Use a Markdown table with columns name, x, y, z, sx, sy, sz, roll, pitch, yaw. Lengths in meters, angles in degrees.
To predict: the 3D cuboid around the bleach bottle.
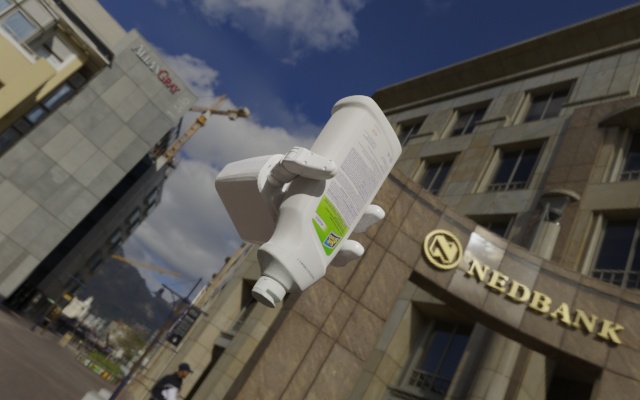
| name | x | y | z | sx | sy | sz | roll | pitch | yaw |
| --- | --- | --- | --- | --- | --- | --- | --- | --- | --- |
| bleach bottle | 0.000 | 0.002 | 0.529 | 0.068 | 0.250 | 0.103 | -1 | -44 | 47 |
